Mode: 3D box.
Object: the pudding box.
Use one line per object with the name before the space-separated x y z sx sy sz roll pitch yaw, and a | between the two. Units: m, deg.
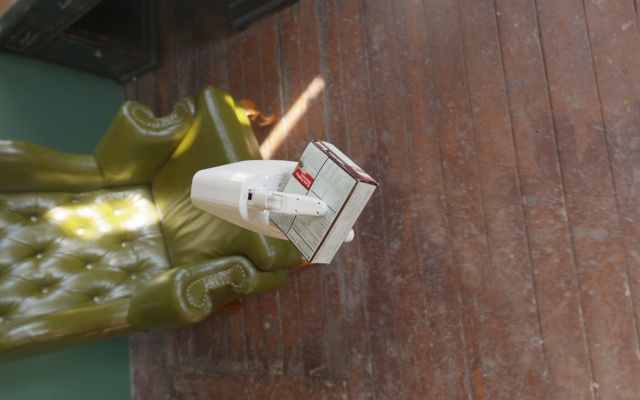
pudding box | 0.000 0.002 0.534 0.039 0.113 0.090 6 30 -48
